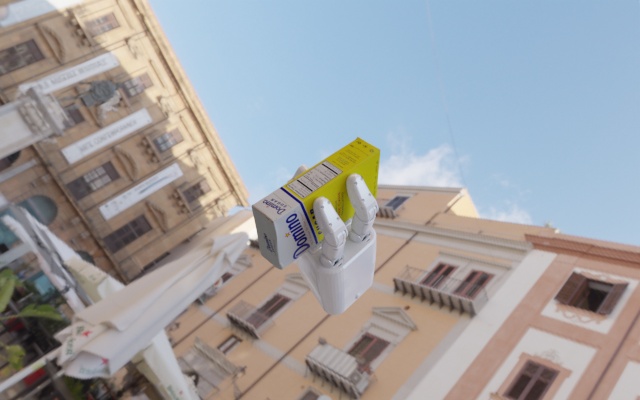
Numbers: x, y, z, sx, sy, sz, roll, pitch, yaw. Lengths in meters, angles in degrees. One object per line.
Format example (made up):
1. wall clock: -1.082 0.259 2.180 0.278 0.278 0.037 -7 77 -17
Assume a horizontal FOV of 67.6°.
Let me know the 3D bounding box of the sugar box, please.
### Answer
1. sugar box: 0.001 0.002 0.595 0.048 0.093 0.176 34 56 30
